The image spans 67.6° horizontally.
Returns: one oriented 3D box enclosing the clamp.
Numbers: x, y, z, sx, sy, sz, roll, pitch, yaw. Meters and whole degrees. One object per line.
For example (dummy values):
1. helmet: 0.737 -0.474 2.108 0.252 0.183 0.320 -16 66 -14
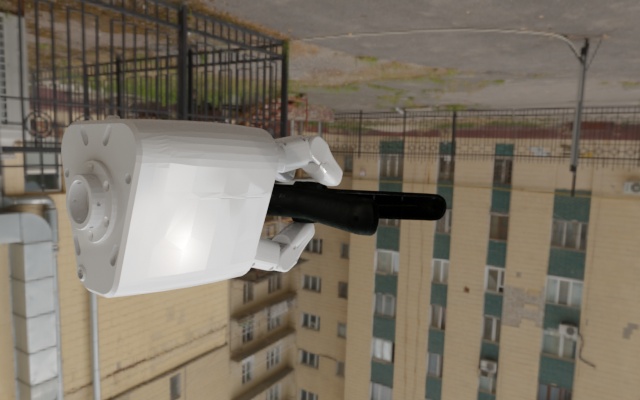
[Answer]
1. clamp: -0.001 0.002 0.431 0.210 0.036 0.164 6 4 37
